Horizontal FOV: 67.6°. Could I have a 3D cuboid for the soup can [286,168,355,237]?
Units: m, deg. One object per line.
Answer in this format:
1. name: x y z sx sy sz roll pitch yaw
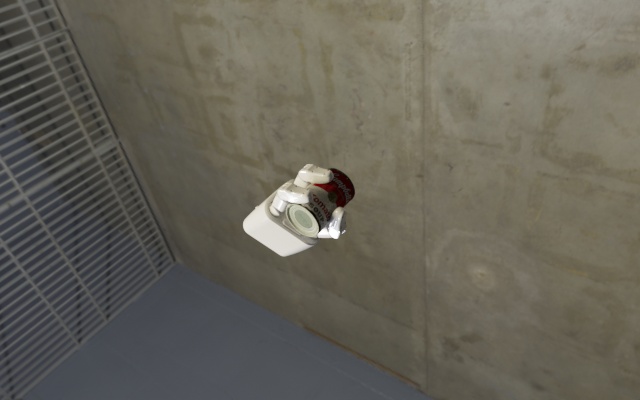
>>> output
1. soup can: 0.000 0.003 0.769 0.068 0.068 0.102 0 35 45
